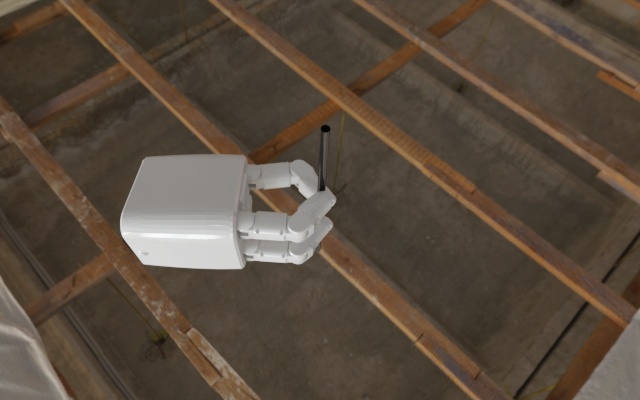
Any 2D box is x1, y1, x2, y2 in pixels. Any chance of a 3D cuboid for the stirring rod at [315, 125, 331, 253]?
[{"bbox_3d":[0.000,0.002,0.488,0.011,0.011,0.240,0,-30,-2],"label":"stirring rod"}]
